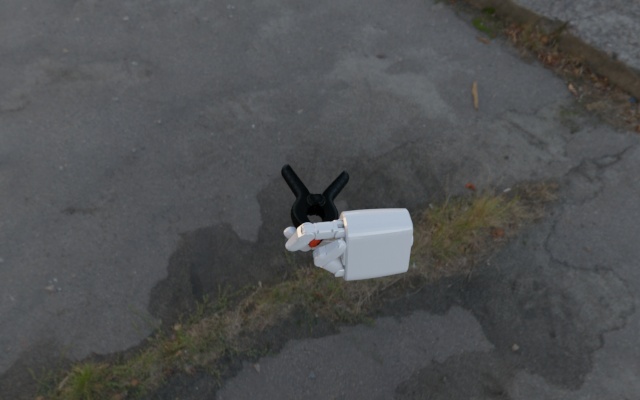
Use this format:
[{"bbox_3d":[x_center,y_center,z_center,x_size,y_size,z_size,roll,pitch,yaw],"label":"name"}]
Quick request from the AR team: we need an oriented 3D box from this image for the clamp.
[{"bbox_3d":[0.000,0.002,0.806,0.120,0.171,0.039,-5,-38,-7],"label":"clamp"}]
